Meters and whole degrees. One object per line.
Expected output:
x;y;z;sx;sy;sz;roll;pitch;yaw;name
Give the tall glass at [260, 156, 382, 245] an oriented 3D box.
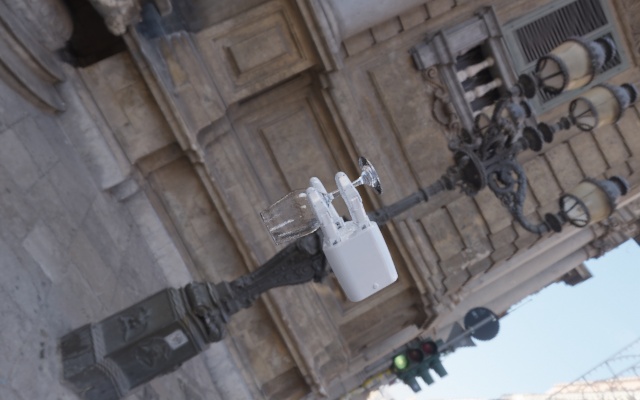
0.001;0.002;0.811;0.201;0.079;0.079;-27;4;-9;tall glass
